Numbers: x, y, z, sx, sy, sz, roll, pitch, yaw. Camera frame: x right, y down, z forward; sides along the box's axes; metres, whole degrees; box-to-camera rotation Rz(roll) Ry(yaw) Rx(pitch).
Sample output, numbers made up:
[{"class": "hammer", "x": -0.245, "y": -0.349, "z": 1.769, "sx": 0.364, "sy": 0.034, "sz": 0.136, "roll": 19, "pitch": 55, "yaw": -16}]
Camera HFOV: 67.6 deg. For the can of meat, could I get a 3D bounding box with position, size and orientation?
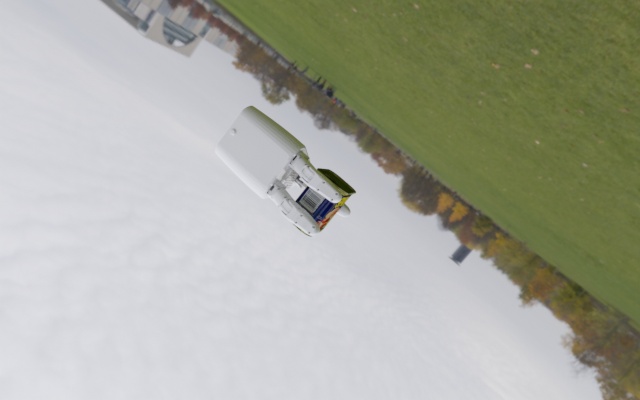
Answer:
[{"class": "can of meat", "x": 0.000, "y": 0.003, "z": 0.707, "sx": 0.057, "sy": 0.084, "sz": 0.102, "roll": 41, "pitch": 10, "yaw": 8}]
